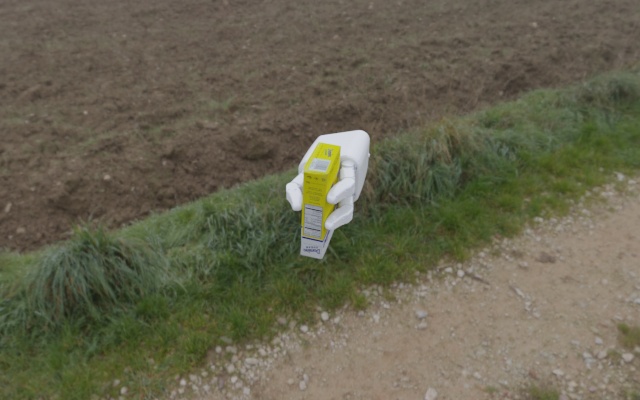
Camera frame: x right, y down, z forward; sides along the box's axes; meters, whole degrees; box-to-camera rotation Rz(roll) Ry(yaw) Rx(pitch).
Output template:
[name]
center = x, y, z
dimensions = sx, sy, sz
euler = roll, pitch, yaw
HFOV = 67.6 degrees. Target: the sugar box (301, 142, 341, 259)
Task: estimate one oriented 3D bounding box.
[sugar box]
center = 0.001, 0.003, 0.800
dimensions = 0.048, 0.176, 0.093
euler = 10, 37, 13
